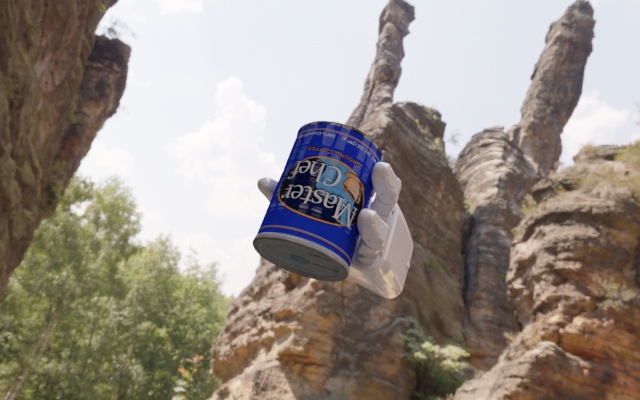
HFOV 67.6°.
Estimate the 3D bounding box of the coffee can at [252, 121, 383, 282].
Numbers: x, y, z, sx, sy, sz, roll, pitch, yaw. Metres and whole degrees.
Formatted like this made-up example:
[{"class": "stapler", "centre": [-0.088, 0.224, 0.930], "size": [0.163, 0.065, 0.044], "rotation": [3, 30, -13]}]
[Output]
[{"class": "coffee can", "centre": [0.000, 0.002, 0.510], "size": [0.103, 0.140, 0.103], "rotation": [16, -24, 8]}]
